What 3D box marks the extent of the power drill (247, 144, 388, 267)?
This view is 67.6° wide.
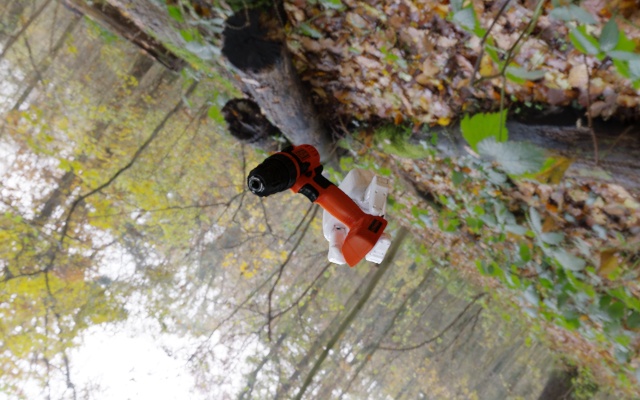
[{"bbox_3d":[0.000,0.002,0.662,0.057,0.187,0.184,-46,-3,27],"label":"power drill"}]
